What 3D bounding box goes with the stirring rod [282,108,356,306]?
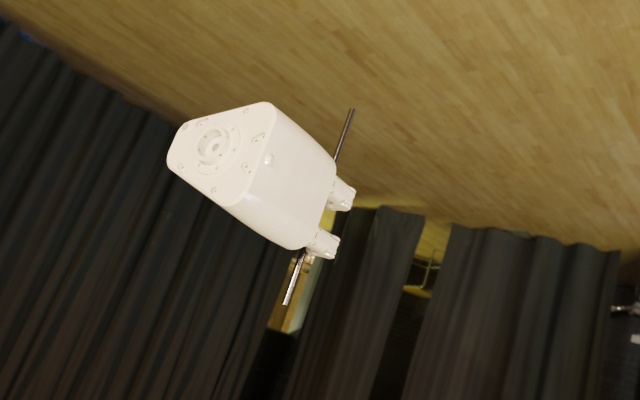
[{"bbox_3d":[0.000,0.002,0.542,0.011,0.239,0.011,18,-14,5],"label":"stirring rod"}]
